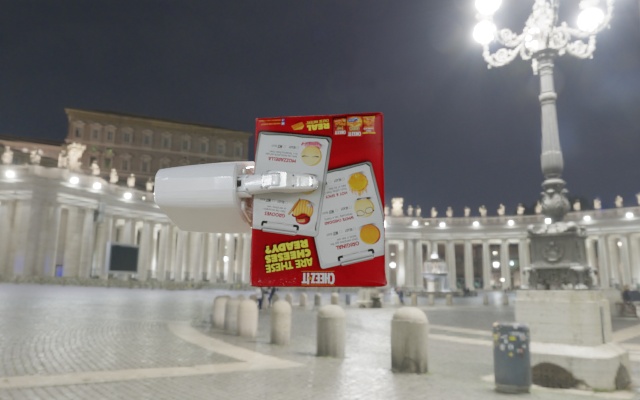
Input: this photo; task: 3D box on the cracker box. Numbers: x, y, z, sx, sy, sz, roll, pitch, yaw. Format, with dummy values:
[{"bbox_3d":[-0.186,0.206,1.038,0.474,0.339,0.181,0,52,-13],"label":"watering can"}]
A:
[{"bbox_3d":[0.000,0.002,0.607,0.164,0.213,0.072,-1,-11,8],"label":"cracker box"}]
